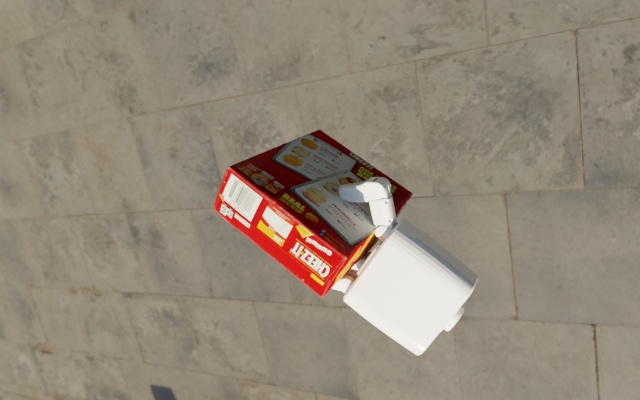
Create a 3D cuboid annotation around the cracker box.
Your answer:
[{"bbox_3d":[0.000,0.002,0.592,0.164,0.072,0.213,37,32,13],"label":"cracker box"}]
